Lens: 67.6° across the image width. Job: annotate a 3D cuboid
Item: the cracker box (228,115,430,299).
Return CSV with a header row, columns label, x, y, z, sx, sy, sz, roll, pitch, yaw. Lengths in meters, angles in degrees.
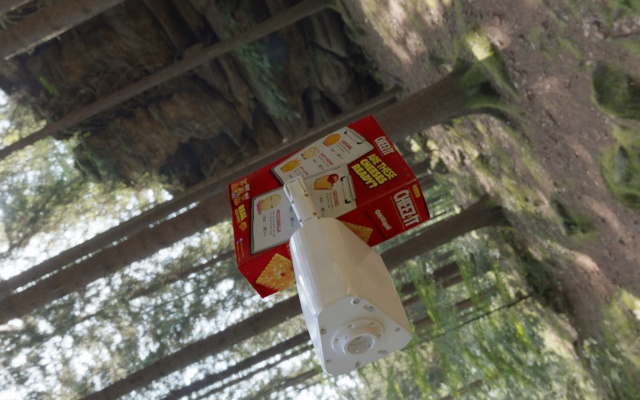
label,x,y,z,sx,sy,sz,roll,pitch,yaw
cracker box,0.000,0.002,0.581,0.214,0.072,0.164,-25,37,4
